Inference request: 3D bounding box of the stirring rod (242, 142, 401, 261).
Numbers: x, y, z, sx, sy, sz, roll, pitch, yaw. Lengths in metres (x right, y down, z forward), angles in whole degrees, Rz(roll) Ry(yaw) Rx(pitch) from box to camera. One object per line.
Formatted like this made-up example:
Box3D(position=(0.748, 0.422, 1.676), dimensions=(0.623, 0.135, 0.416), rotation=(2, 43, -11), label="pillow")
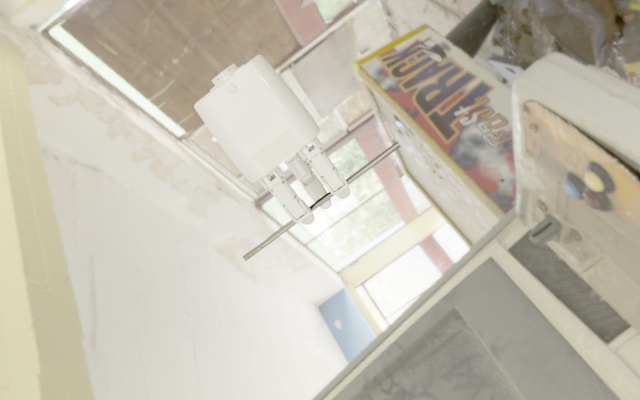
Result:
Box3D(position=(0.000, 0.002, 0.595), dimensions=(0.239, 0.011, 0.011), rotation=(-37, -3, 4), label="stirring rod")
